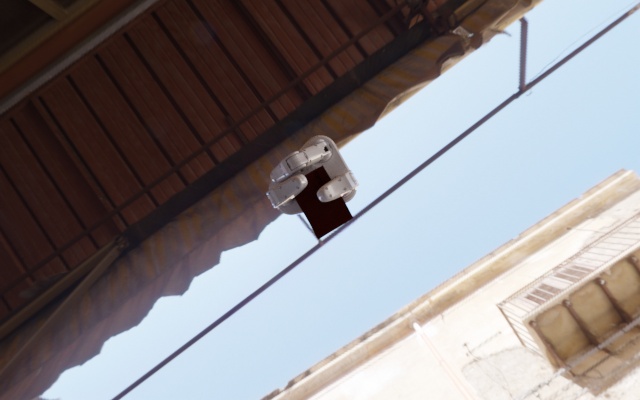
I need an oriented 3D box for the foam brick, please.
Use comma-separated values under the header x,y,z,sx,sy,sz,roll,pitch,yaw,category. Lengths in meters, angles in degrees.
x,y,z,sx,sy,sz,roll,pitch,yaw,category
0.000,0.002,0.605,0.053,0.078,0.051,-29,-1,-1,foam brick
